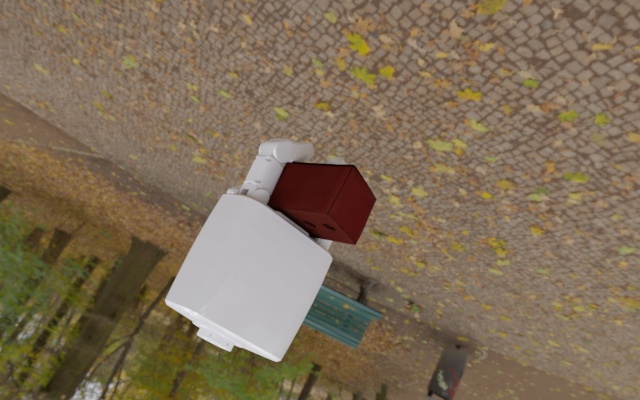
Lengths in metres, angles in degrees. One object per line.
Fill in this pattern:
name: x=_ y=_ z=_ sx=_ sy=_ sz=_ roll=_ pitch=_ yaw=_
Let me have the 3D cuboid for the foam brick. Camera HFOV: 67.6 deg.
foam brick: x=0.000 y=0.001 z=0.428 sx=0.078 sy=0.051 sz=0.053 roll=6 pitch=-31 yaw=39
